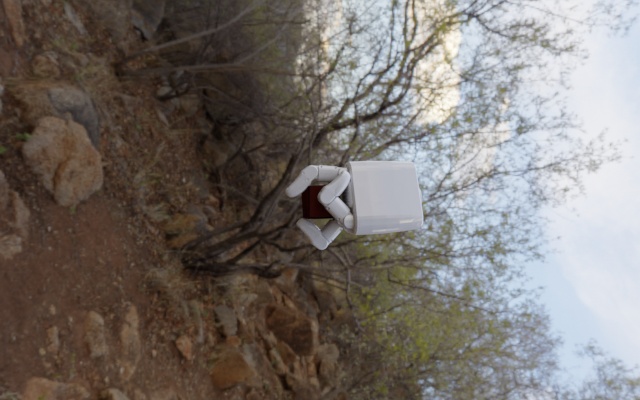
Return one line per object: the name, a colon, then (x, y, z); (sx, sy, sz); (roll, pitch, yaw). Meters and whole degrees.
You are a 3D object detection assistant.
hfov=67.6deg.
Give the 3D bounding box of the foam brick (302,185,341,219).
foam brick: (0.000, 0.002, 0.758); (0.051, 0.053, 0.078); (-2, 1, -9)
